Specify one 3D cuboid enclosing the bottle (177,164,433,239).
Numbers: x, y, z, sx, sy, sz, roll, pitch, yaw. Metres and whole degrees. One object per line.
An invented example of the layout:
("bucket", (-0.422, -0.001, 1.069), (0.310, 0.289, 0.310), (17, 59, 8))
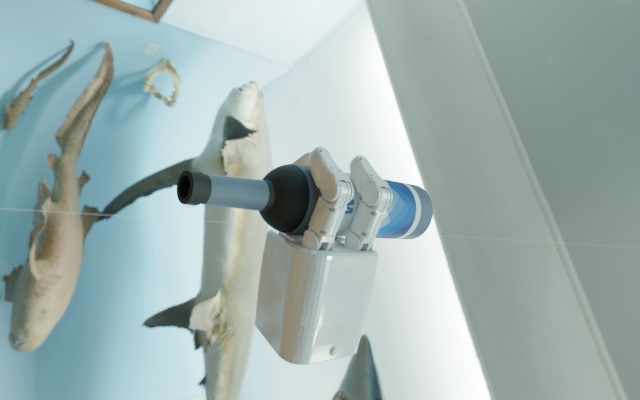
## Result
("bottle", (0.000, 0.001, 0.476), (0.296, 0.069, 0.069), (6, -4, -43))
